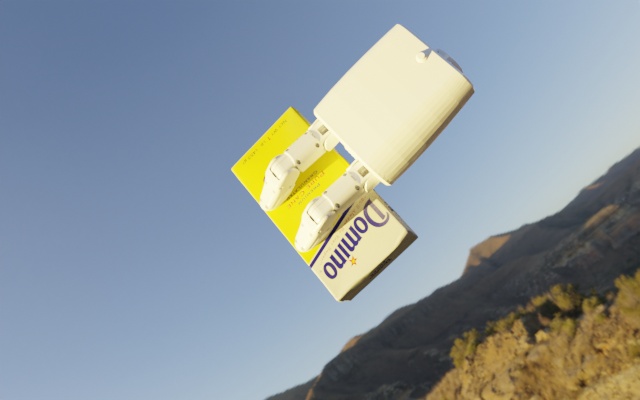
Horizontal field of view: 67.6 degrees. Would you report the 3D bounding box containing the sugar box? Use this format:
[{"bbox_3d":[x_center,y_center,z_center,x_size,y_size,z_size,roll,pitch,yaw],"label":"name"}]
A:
[{"bbox_3d":[0.000,0.001,0.465,0.176,0.093,0.048,48,10,23],"label":"sugar box"}]
